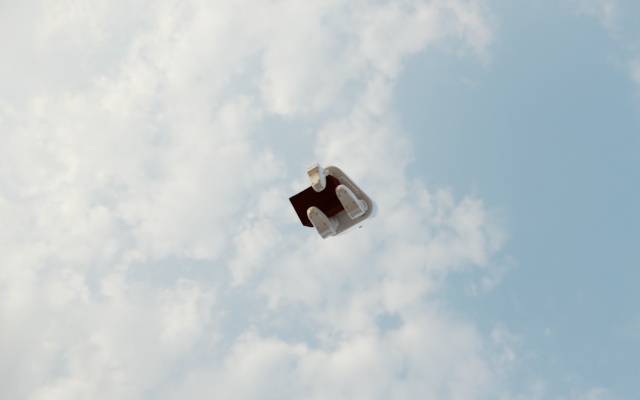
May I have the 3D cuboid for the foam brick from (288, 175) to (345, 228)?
[{"bbox_3d":[0.000,0.003,0.762,0.078,0.053,0.051,-29,-13,11],"label":"foam brick"}]
